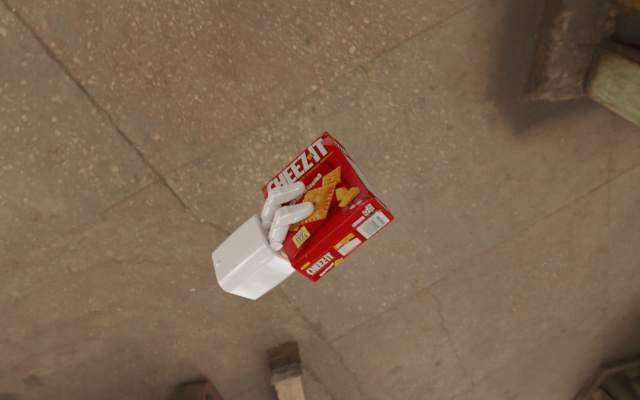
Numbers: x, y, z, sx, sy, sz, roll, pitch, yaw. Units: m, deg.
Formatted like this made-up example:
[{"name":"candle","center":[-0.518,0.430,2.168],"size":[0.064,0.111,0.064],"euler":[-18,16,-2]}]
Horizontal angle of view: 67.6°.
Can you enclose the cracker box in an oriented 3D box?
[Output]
[{"name":"cracker box","center":[0.000,0.003,0.792],"size":[0.072,0.164,0.213],"euler":[41,13,-40]}]
